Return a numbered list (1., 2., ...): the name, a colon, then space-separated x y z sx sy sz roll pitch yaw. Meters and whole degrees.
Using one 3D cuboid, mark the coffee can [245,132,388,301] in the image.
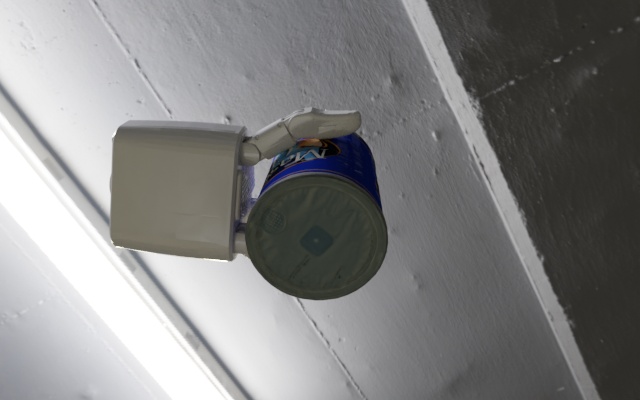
1. coffee can: 0.000 0.001 0.404 0.103 0.103 0.140 0 24 3
